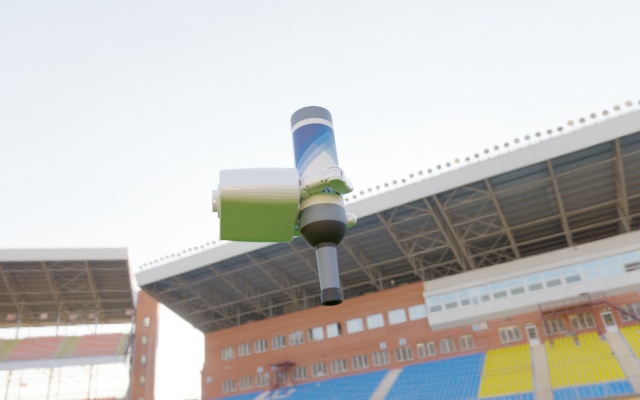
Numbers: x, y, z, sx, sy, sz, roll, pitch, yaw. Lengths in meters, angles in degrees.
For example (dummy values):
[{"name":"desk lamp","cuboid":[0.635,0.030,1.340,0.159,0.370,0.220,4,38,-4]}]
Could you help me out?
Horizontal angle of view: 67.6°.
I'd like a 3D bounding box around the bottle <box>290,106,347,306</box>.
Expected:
[{"name":"bottle","cuboid":[0.000,0.002,0.680,0.069,0.295,0.069,-5,-27,-3]}]
